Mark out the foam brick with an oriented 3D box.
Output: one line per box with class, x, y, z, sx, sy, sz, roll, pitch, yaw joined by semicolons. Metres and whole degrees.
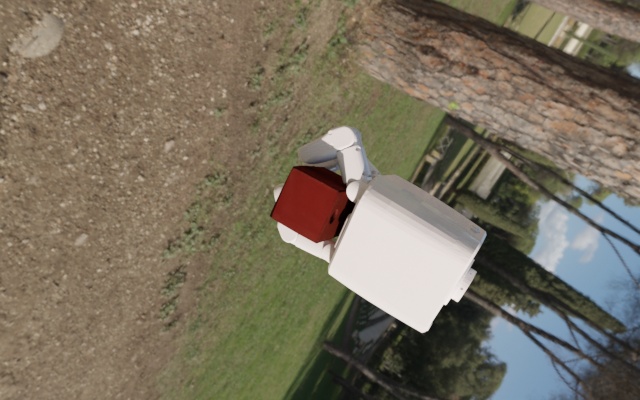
foam brick;0.000;0.002;0.449;0.051;0.053;0.078;30;15;18
